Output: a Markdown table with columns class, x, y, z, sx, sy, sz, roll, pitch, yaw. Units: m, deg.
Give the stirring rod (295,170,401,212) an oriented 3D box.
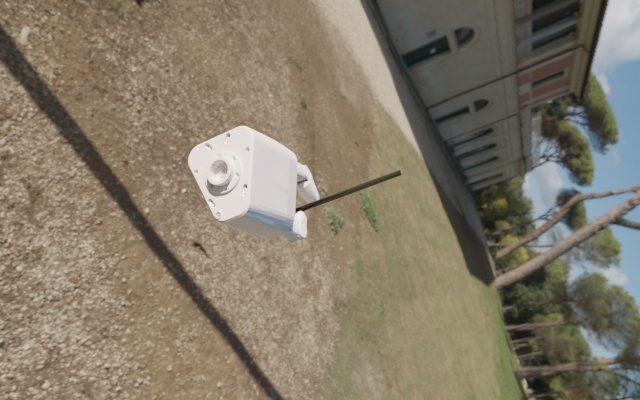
| class | x | y | z | sx | sy | sz | roll | pitch | yaw |
| --- | --- | --- | --- | --- | --- | --- | --- | --- | --- |
| stirring rod | 0.000 | 0.002 | 0.678 | 0.239 | 0.011 | 0.011 | -20 | -7 | 19 |
